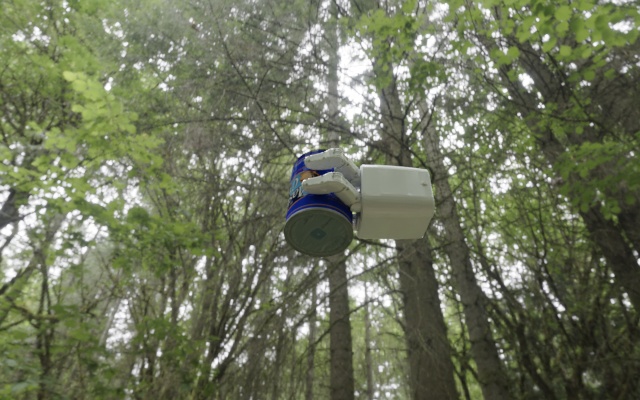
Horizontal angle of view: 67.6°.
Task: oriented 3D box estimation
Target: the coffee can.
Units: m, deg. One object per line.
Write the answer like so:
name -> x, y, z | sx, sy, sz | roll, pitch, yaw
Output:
coffee can -> 0.000, 0.003, 0.747 | 0.103, 0.103, 0.140 | 0, 44, 4
